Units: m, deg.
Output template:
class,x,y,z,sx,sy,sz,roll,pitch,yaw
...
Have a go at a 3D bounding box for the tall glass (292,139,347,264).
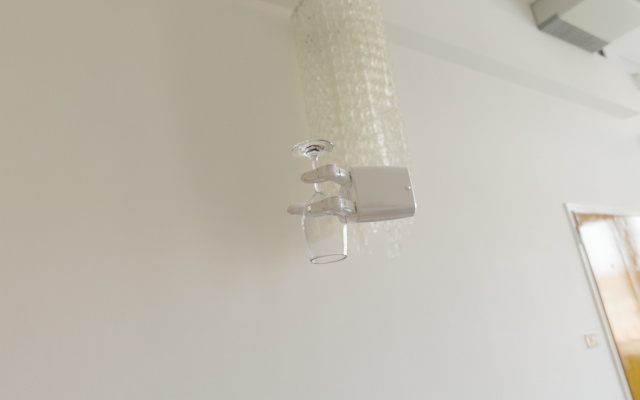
class,x,y,z,sx,sy,sz,roll,pitch,yaw
tall glass,0.000,0.002,0.808,0.079,0.201,0.079,-7,-18,-2
